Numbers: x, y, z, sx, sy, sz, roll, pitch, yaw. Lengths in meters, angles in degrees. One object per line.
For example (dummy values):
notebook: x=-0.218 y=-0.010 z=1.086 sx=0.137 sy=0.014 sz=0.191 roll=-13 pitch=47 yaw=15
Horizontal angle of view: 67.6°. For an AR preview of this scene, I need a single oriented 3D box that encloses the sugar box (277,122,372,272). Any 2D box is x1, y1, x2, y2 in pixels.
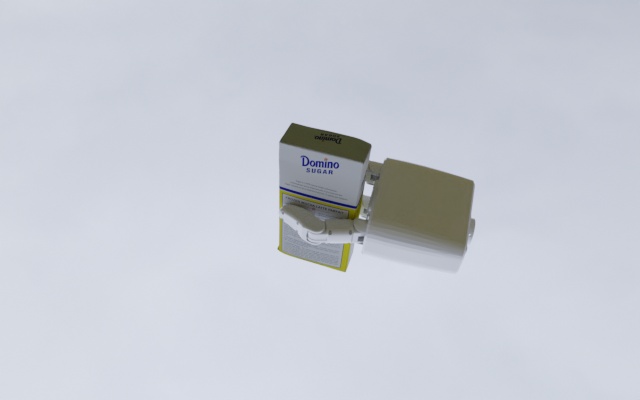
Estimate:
sugar box: x=0.000 y=0.002 z=0.550 sx=0.093 sy=0.176 sz=0.048 roll=16 pitch=42 yaw=9
